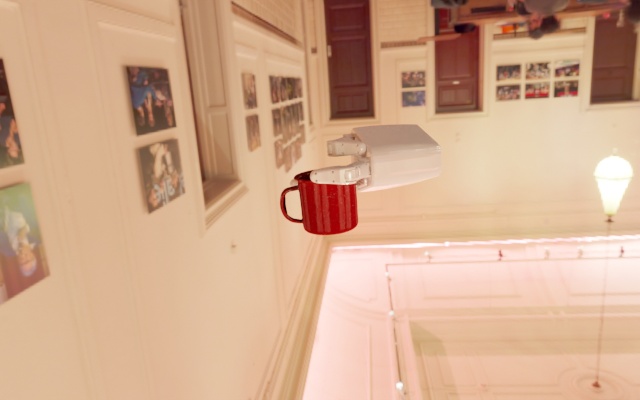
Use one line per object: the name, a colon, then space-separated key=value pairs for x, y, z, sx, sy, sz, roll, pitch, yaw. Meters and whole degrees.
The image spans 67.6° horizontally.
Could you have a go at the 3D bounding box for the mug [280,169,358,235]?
mug: x=-0.001 y=0.003 z=0.689 sx=0.117 sy=0.081 sz=0.093 roll=-8 pitch=14 yaw=-10
